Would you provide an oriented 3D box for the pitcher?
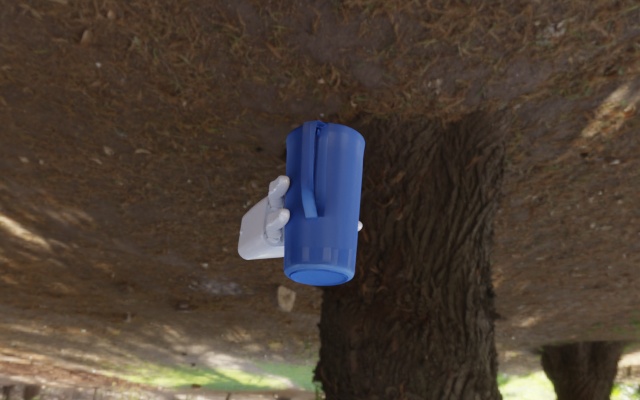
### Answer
[{"bbox_3d":[0.000,0.003,0.759,0.149,0.242,0.145,17,-27,-29],"label":"pitcher"}]
